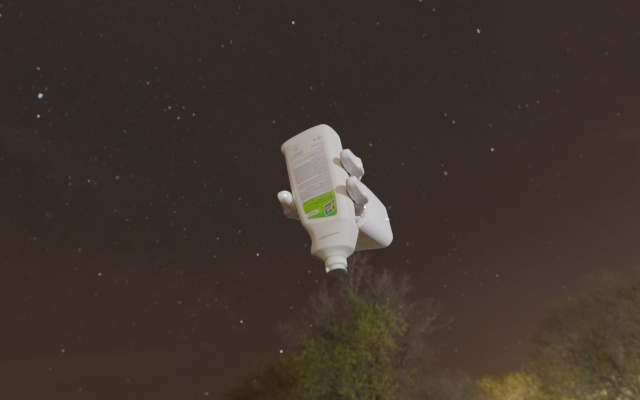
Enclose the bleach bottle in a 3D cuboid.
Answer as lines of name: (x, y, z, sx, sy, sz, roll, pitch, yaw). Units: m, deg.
bleach bottle: (0.000, 0.002, 0.745, 0.102, 0.250, 0.068, -25, -37, 23)
